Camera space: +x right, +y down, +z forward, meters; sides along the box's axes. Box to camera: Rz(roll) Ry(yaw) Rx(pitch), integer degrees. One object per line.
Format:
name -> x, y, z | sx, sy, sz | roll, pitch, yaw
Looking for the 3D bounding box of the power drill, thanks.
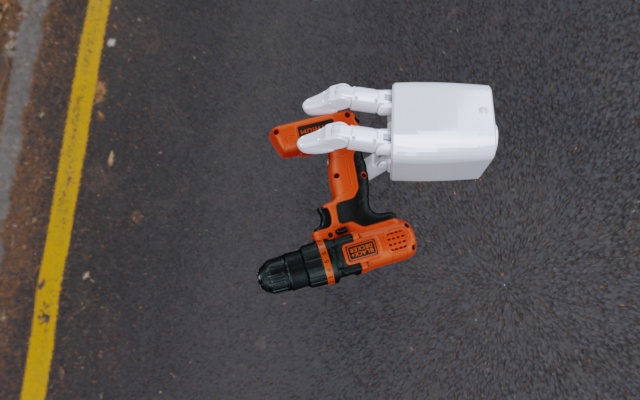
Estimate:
power drill -> 0.000, 0.001, 0.551 | 0.184, 0.187, 0.057 | -15, -7, -7
